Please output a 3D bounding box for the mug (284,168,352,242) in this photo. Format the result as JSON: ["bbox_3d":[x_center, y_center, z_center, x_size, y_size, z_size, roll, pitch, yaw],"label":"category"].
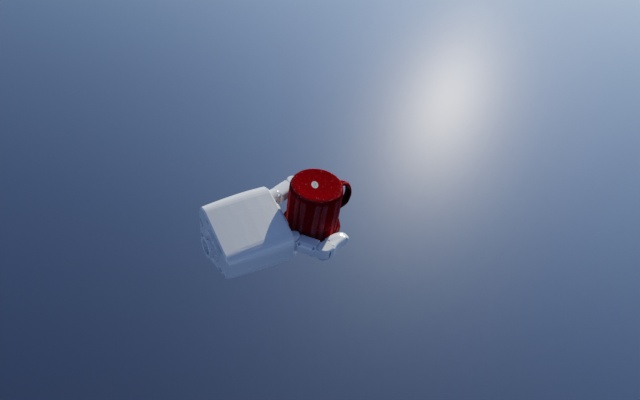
[{"bbox_3d":[0.001,0.002,0.735,0.117,0.082,0.093,-19,49,-28],"label":"mug"}]
